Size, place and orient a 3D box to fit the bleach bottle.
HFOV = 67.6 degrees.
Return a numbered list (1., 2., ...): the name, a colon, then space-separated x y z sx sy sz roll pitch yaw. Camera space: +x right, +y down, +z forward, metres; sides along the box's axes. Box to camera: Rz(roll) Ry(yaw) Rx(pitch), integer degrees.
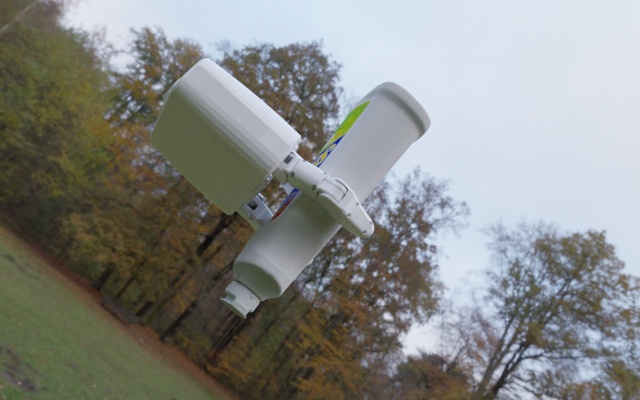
1. bleach bottle: 0.000 0.001 0.451 0.068 0.250 0.102 43 -22 -10
